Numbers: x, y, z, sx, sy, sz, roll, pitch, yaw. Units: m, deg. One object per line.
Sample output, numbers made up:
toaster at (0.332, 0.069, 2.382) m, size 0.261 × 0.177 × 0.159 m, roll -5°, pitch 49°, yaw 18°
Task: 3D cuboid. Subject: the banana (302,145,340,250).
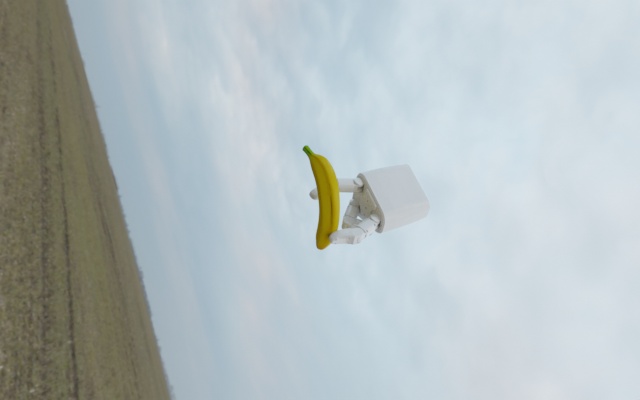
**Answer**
banana at (0.008, 0.005, 0.817) m, size 0.037 × 0.198 × 0.069 m, roll -15°, pitch 24°, yaw -22°
